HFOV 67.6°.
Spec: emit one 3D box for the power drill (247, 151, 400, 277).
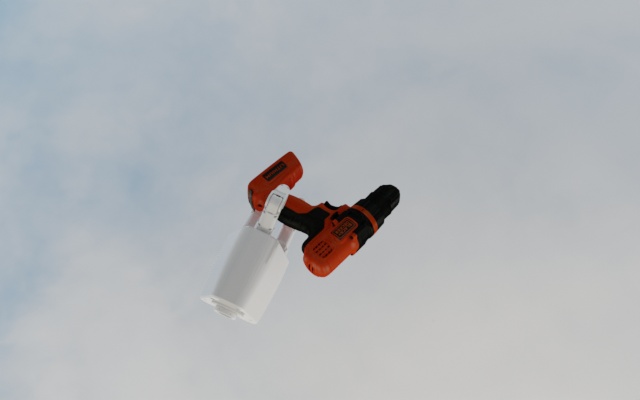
[{"bbox_3d":[0.000,0.002,0.704,0.187,0.057,0.184,34,59,27],"label":"power drill"}]
